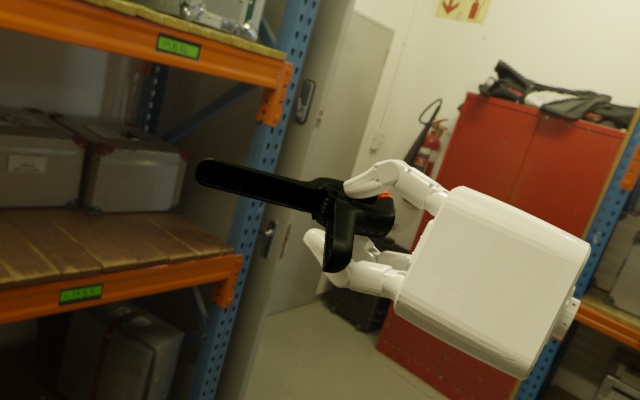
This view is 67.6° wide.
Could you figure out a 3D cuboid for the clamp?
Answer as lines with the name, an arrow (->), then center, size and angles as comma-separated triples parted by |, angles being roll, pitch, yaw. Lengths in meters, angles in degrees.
clamp -> 0.001, 0.001, 0.443 | 0.164, 0.036, 0.210 | 30, 18, 25
